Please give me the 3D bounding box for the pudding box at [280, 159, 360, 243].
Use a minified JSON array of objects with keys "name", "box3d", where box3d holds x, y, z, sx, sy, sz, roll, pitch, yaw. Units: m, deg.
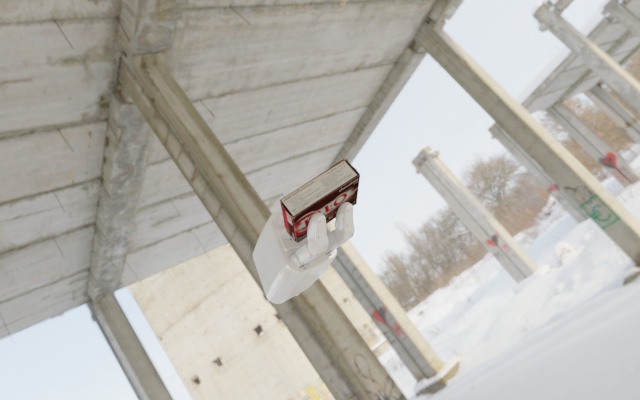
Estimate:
[{"name":"pudding box","box3d":[0.000,0.002,0.670,0.113,0.039,0.090,-35,-21,-15]}]
